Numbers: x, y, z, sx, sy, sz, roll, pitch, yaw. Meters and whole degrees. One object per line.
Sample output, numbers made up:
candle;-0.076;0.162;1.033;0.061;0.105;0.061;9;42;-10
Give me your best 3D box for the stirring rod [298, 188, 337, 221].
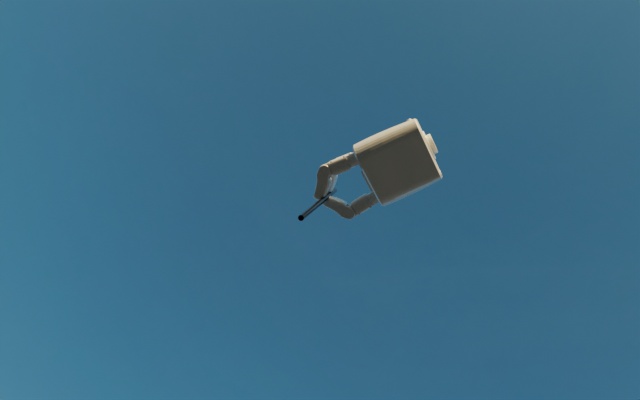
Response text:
stirring rod;0.000;0.002;0.742;0.011;0.011;0.239;0;10;13
